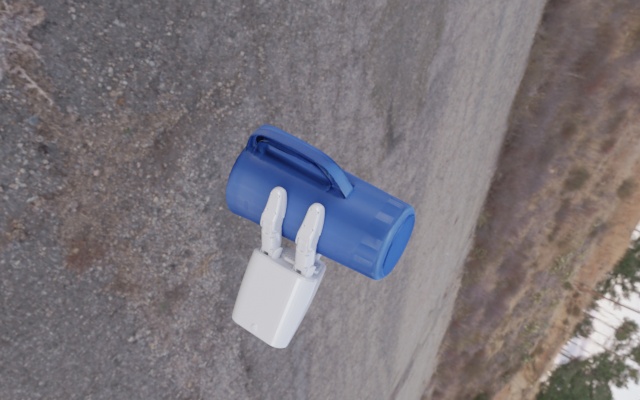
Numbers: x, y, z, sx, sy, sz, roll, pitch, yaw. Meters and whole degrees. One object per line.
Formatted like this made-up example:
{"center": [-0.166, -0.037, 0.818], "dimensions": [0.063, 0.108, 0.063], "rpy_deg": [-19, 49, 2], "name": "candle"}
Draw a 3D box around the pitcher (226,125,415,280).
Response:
{"center": [0.000, 0.002, 0.650], "dimensions": [0.243, 0.145, 0.149], "rpy_deg": [26, 10, 22], "name": "pitcher"}
